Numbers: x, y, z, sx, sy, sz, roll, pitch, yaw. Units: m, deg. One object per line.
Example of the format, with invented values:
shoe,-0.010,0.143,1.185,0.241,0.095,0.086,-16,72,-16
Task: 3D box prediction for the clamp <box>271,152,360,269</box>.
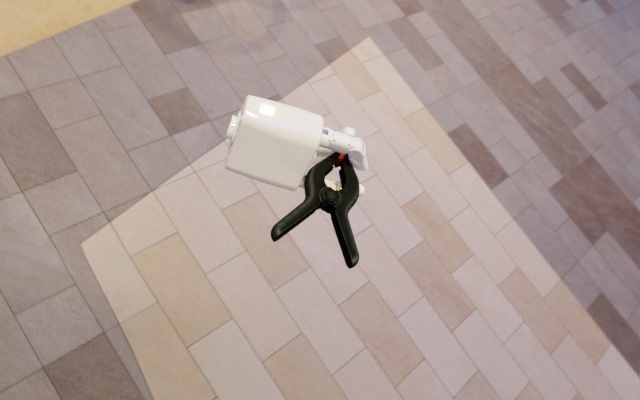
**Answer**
clamp,0.000,0.002,0.652,0.120,0.171,0.039,16,-31,-16
